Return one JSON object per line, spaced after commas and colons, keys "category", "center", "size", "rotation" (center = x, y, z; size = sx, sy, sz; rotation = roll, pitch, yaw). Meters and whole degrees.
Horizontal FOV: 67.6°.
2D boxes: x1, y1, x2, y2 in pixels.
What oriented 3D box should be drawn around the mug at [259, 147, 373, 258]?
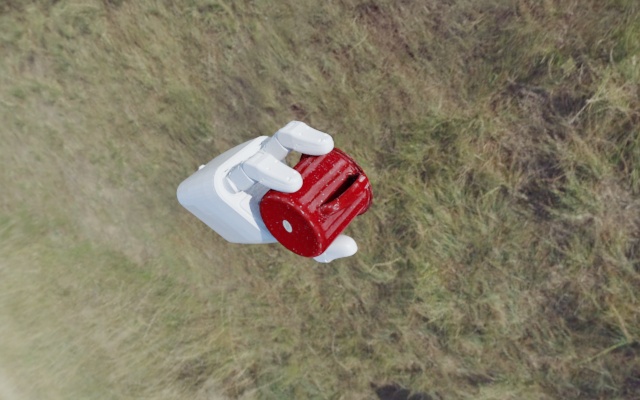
{"category": "mug", "center": [0.001, 0.002, 0.473], "size": [0.117, 0.093, 0.081], "rotation": [-13, 27, 51]}
